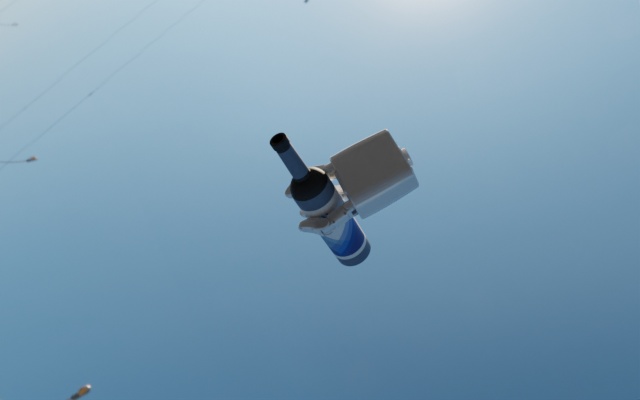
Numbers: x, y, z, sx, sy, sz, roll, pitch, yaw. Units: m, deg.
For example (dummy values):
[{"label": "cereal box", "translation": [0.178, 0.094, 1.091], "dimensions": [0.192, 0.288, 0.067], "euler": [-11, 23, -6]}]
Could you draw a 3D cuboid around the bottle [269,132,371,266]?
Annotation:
[{"label": "bottle", "translation": [0.000, 0.003, 0.782], "dimensions": [0.069, 0.069, 0.296], "euler": [0, -38, 32]}]
